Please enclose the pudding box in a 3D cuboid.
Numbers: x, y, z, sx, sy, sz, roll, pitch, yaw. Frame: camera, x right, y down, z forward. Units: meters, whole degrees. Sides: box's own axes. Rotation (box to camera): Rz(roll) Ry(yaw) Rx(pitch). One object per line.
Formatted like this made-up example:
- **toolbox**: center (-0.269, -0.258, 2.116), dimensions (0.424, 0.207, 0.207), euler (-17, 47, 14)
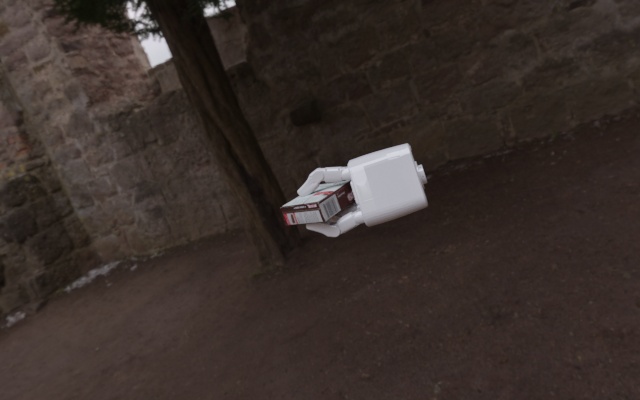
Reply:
- **pudding box**: center (0.000, 0.003, 0.826), dimensions (0.090, 0.039, 0.113), euler (-9, 15, 40)
